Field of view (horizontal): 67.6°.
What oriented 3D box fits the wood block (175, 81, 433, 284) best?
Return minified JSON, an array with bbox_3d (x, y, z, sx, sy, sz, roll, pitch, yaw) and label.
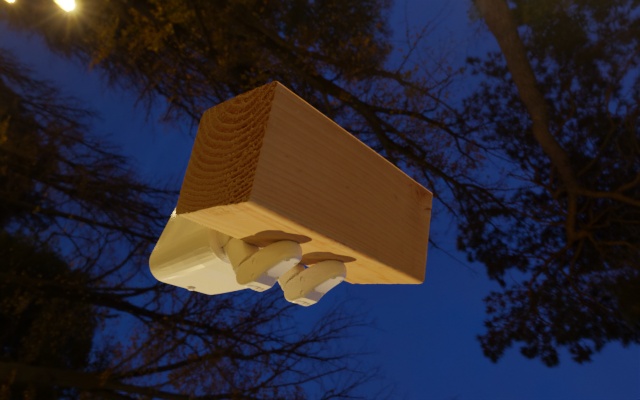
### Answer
[{"bbox_3d":[0.000,0.001,0.401,0.090,0.090,0.206,-9,-27,42],"label":"wood block"}]
